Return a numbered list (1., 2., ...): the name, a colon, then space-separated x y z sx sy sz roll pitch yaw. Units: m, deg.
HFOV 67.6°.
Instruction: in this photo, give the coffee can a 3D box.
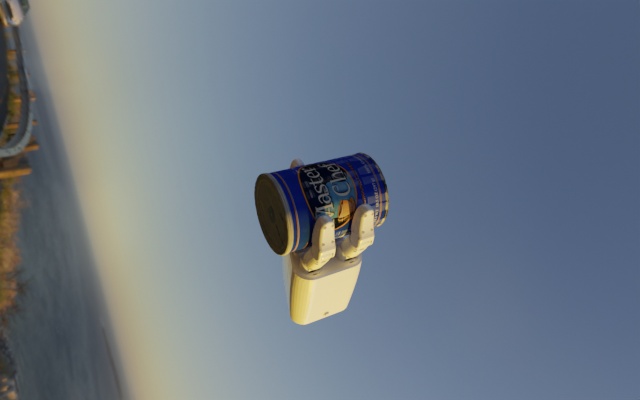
1. coffee can: 0.000 0.002 0.607 0.140 0.103 0.103 -15 6 -25
